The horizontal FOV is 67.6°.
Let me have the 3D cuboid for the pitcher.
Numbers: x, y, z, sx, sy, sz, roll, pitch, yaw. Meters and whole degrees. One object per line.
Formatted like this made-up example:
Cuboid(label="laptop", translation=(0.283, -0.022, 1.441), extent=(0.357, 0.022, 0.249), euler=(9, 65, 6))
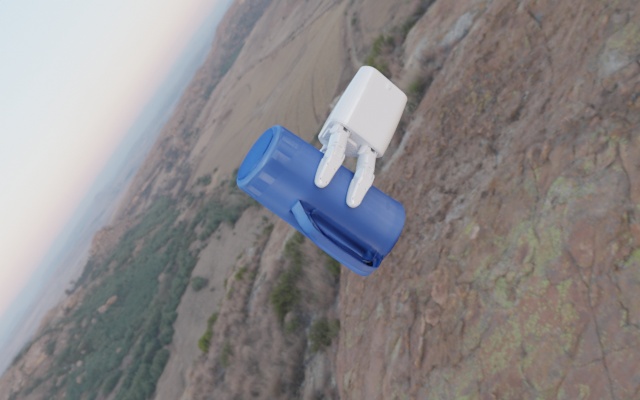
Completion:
Cuboid(label="pitcher", translation=(0.000, 0.002, 0.714), extent=(0.243, 0.145, 0.149), euler=(34, -15, -21))
